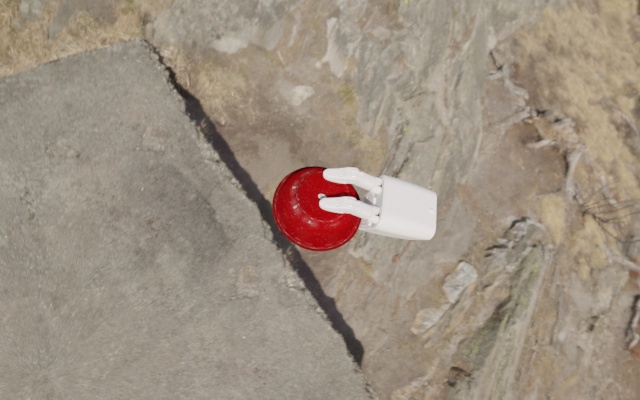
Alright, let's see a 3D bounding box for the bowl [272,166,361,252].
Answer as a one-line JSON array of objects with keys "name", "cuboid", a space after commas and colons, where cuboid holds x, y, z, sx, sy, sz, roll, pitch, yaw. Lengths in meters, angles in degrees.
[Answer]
[{"name": "bowl", "cuboid": [-0.001, 0.003, 0.818, 0.162, 0.162, 0.055, 0, -22, -12]}]
